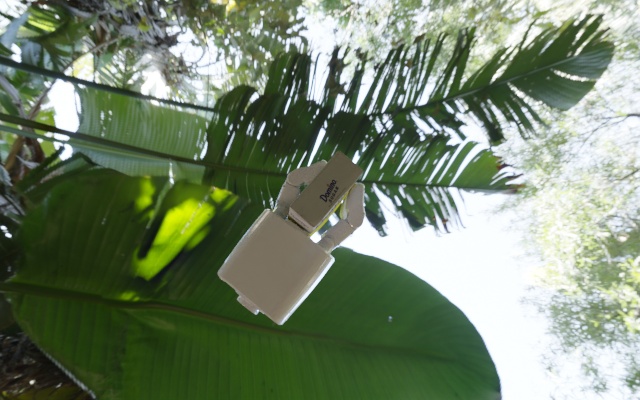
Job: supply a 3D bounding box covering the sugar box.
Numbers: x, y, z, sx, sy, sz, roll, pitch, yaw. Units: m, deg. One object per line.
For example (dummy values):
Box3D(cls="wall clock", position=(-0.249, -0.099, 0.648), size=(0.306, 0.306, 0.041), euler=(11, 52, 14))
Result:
Box3D(cls="sugar box", position=(0.000, 0.003, 0.637), size=(0.048, 0.093, 0.176), euler=(41, -11, 1))
